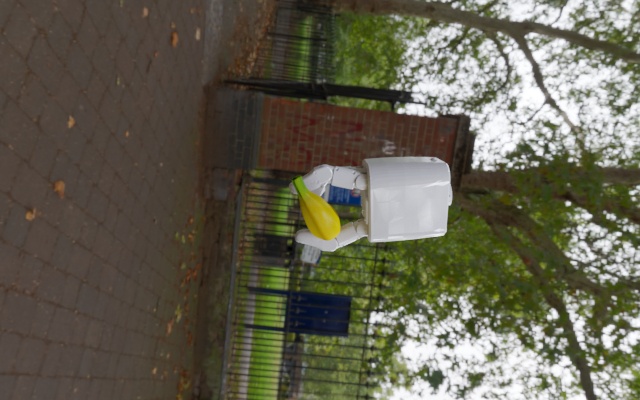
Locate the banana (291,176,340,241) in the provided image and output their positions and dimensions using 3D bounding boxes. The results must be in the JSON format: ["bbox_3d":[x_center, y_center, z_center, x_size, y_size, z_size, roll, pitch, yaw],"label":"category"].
[{"bbox_3d":[0.004,0.019,0.616,0.037,0.069,0.198,-14,-12,5],"label":"banana"}]
